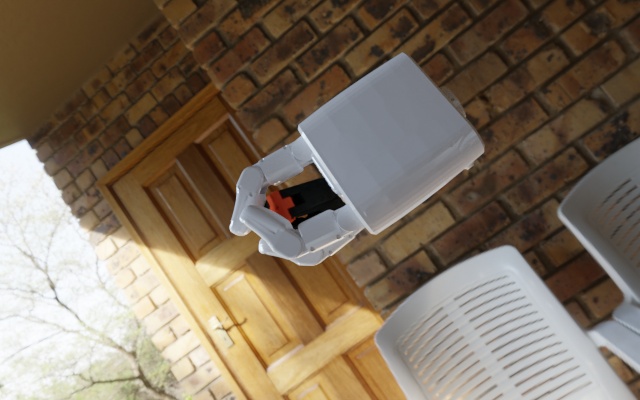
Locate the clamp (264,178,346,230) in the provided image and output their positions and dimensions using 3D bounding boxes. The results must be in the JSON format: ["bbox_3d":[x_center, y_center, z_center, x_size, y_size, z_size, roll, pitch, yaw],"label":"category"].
[{"bbox_3d":[0.000,0.001,0.468,0.120,0.039,0.171,-35,-7,6],"label":"clamp"}]
